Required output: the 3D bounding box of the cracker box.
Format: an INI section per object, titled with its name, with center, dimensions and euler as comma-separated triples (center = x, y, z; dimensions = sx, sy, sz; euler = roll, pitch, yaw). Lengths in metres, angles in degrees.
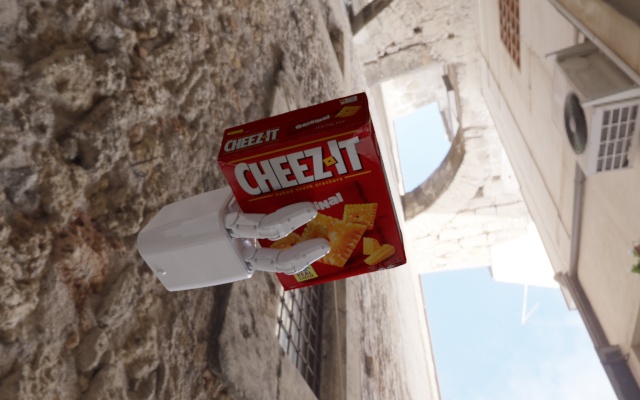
[cracker box]
center = 0.000, 0.002, 0.556
dimensions = 0.164, 0.214, 0.072
euler = -13, 38, 10
